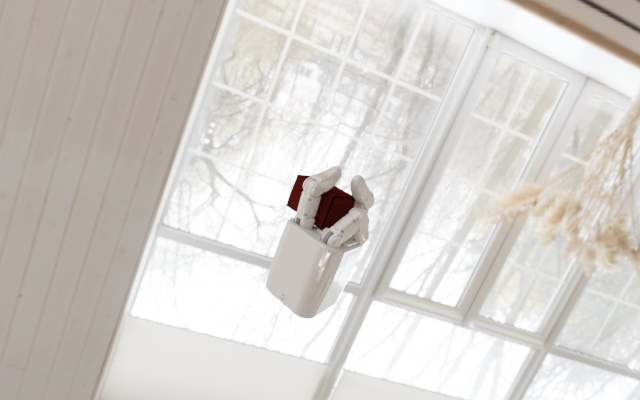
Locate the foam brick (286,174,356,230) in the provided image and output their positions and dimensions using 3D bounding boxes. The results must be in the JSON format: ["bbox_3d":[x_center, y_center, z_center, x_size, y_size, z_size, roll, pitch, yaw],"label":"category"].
[{"bbox_3d":[0.000,0.002,0.676,0.078,0.051,0.053,32,17,38],"label":"foam brick"}]
